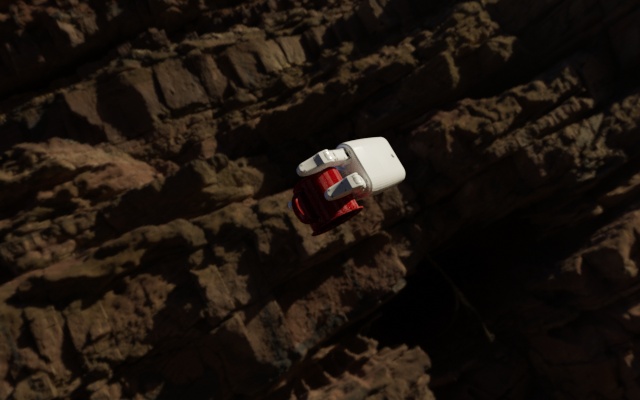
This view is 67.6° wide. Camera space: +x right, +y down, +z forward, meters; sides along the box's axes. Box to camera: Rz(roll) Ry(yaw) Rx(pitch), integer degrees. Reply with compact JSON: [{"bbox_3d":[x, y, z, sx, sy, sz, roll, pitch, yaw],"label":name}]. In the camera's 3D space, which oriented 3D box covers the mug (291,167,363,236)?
[{"bbox_3d":[-0.001,0.003,0.753,0.117,0.081,0.093,-18,-15,-44],"label":"mug"}]
